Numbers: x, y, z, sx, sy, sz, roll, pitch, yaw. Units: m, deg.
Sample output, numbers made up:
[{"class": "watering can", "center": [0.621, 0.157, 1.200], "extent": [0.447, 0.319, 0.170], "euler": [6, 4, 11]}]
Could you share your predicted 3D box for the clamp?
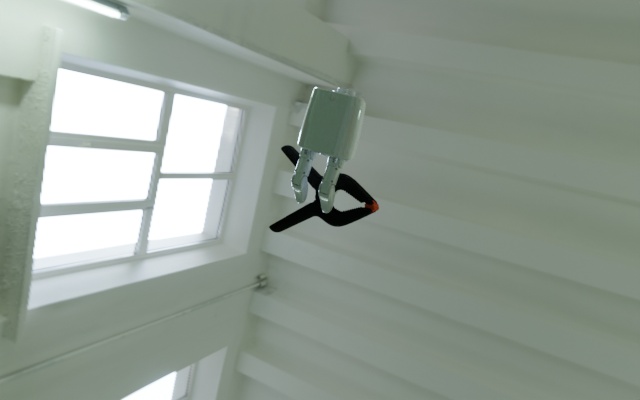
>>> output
[{"class": "clamp", "center": [0.001, 0.003, 0.863], "extent": [0.210, 0.164, 0.036], "euler": [19, 9, 24]}]
